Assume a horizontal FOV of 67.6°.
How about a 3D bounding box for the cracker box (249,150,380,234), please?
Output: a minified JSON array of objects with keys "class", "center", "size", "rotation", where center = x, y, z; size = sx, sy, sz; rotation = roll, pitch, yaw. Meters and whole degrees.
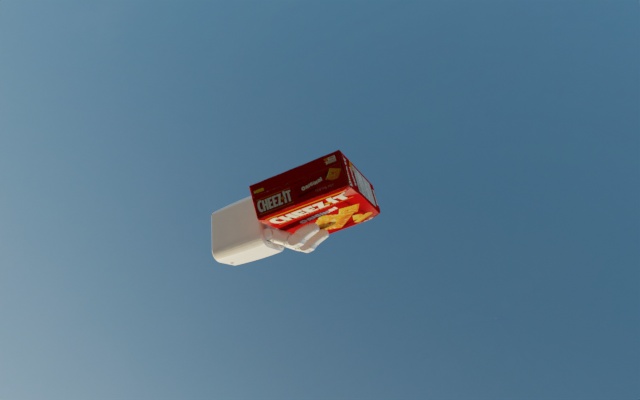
[{"class":"cracker box","center":[0.000,0.003,0.840],"size":[0.164,0.072,0.214],"rotation":[-21,-19,14]}]
